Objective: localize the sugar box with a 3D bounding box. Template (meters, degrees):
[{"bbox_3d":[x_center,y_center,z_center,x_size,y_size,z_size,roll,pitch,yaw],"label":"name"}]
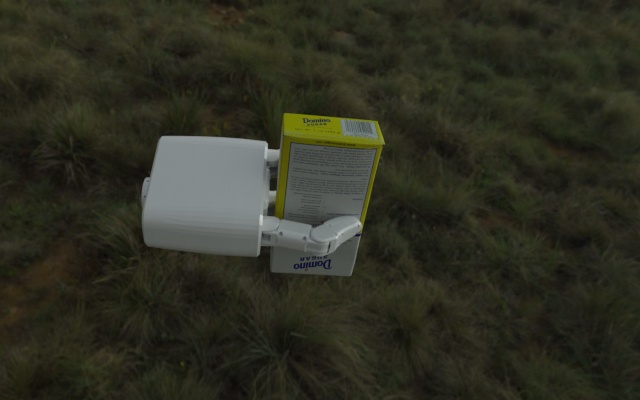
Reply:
[{"bbox_3d":[0.000,0.001,0.486,0.093,0.176,0.048,5,41,-7],"label":"sugar box"}]
